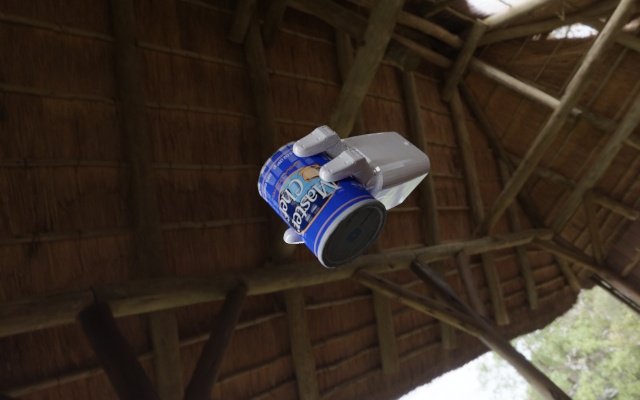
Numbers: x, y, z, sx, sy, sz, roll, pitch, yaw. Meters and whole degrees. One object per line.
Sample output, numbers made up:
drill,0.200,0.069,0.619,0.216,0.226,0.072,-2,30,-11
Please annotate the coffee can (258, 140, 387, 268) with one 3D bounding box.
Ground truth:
coffee can,0.000,0.002,0.610,0.103,0.103,0.140,0,36,-48
